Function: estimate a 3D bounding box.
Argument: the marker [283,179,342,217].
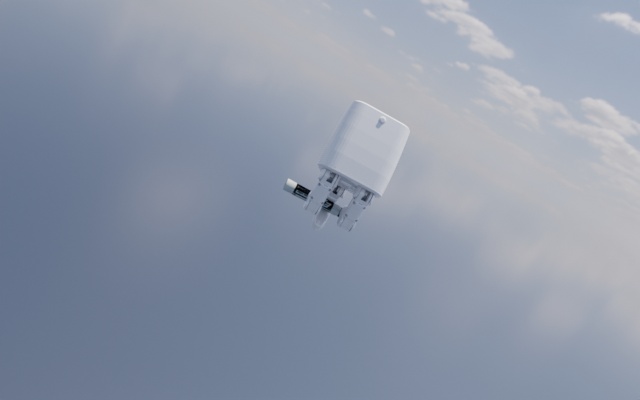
[{"bbox_3d":[0.000,0.002,0.726,0.121,0.020,0.020,27,-4,-8],"label":"marker"}]
